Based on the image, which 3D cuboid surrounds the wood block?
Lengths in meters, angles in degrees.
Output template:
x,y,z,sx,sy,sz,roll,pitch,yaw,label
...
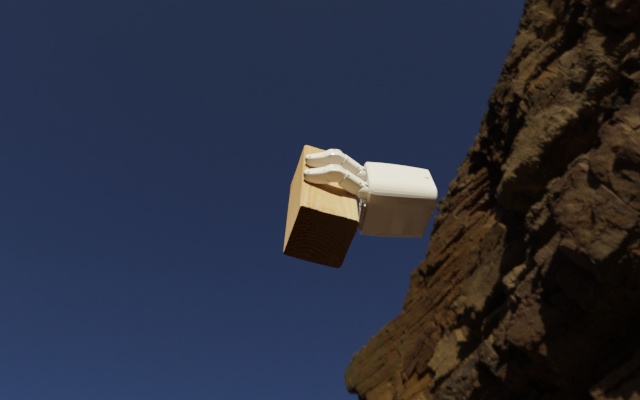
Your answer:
x,y,z,sx,sy,sz,roll,pitch,yaw,label
0.000,0.003,0.767,0.090,0.091,0.206,15,29,-9,wood block
